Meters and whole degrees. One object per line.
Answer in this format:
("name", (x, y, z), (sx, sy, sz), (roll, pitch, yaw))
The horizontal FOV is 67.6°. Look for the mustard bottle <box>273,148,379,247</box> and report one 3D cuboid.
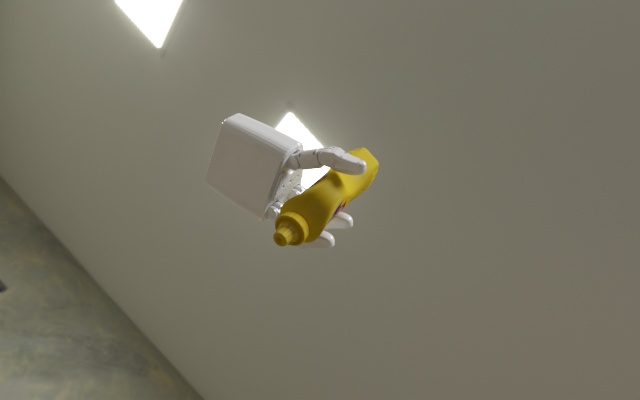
("mustard bottle", (0.000, 0.002, 0.608), (0.096, 0.058, 0.191), (-41, 0, 41))
